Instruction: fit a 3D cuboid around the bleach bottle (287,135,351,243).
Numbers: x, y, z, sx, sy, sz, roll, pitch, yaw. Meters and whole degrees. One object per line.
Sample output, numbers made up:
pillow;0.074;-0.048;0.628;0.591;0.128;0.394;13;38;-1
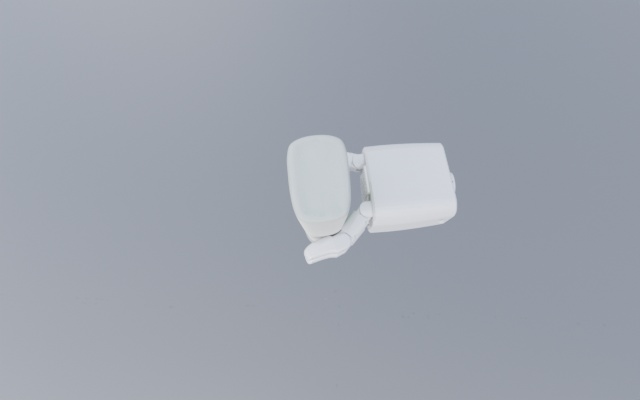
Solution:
bleach bottle;0.000;0.002;0.635;0.068;0.102;0.251;-5;-12;0
